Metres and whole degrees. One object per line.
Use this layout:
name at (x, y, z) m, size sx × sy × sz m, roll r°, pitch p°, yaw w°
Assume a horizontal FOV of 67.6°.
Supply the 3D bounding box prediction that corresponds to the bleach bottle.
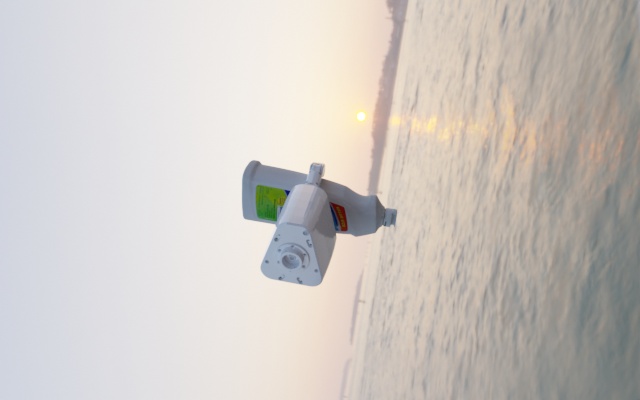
bleach bottle at (0.000, 0.003, 0.783) m, size 0.251 × 0.103 × 0.068 m, roll 9°, pitch 32°, yaw 6°
